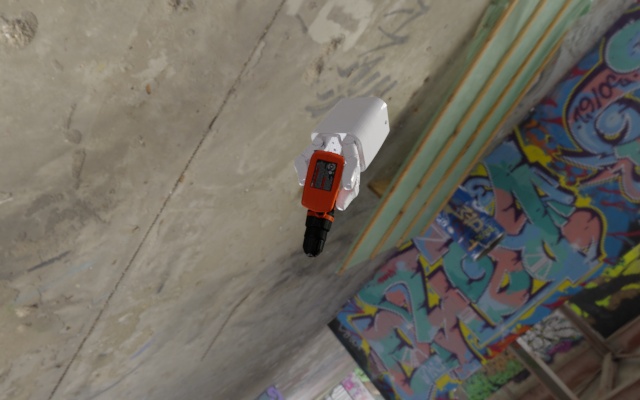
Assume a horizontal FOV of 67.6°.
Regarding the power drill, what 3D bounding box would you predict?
[{"bbox_3d":[0.000,0.002,0.855,0.057,0.184,0.188,11,-13,2],"label":"power drill"}]
